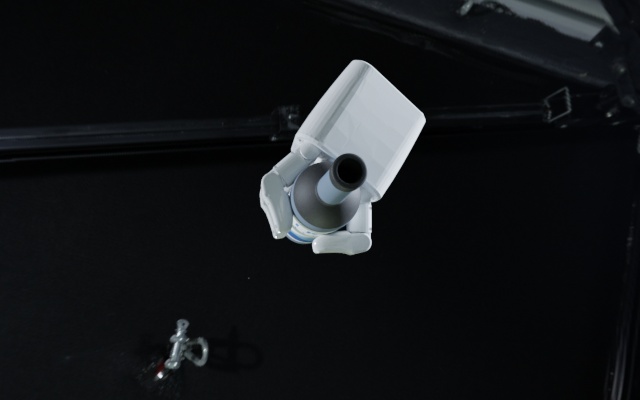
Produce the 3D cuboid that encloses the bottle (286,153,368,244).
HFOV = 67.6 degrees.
[{"bbox_3d":[0.000,0.002,0.493,0.069,0.069,0.296,0,-9,-9],"label":"bottle"}]
